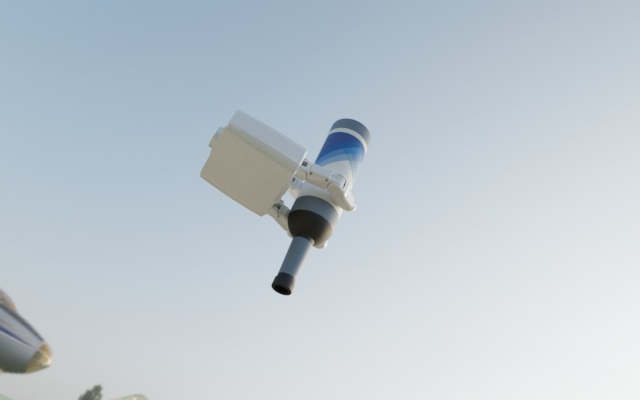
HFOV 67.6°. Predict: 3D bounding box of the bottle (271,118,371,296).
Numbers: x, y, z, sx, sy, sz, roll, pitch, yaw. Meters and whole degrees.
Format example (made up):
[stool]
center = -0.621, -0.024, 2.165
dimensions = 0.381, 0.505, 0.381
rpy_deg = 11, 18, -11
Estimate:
[bottle]
center = 0.000, 0.002, 0.673
dimensions = 0.069, 0.295, 0.069
rpy_deg = 15, -38, 12
